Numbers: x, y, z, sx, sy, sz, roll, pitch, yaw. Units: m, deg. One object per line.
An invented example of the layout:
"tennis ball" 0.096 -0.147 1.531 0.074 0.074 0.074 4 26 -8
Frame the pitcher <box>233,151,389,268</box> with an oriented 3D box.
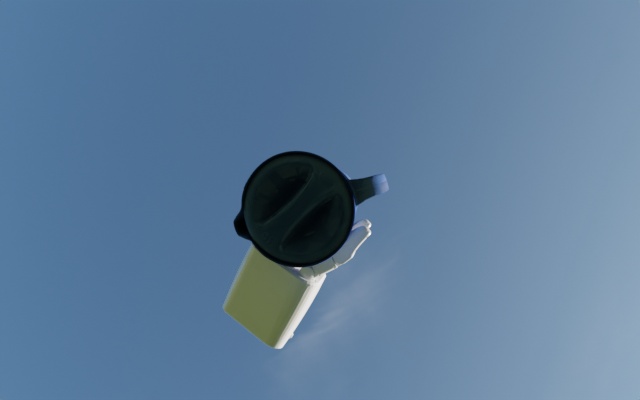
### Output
"pitcher" 0.000 0.002 0.651 0.149 0.145 0.243 27 7 6
